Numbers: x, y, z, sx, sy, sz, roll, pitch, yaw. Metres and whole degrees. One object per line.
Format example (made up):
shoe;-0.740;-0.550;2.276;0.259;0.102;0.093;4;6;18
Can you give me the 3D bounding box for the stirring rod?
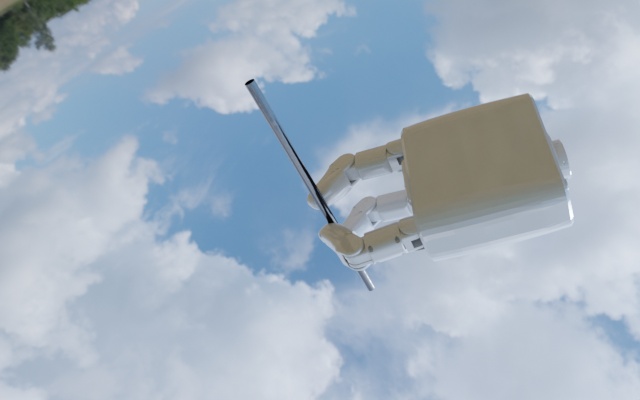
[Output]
stirring rod;0.000;0.001;0.407;0.011;0.240;0.011;-20;36;15
